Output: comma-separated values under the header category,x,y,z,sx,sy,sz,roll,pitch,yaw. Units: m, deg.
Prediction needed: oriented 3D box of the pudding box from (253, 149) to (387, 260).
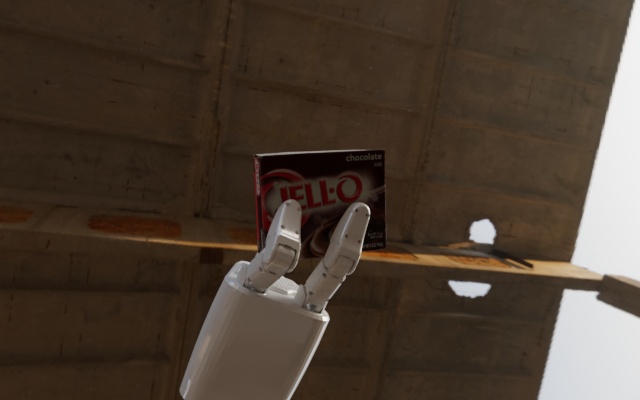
category,x,y,z,sx,sy,sz,roll,pitch,yaw
pudding box,0.000,0.001,0.418,0.113,0.090,0.039,-6,11,-18
